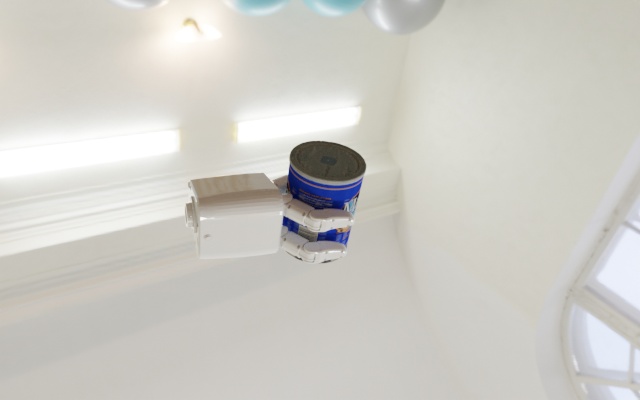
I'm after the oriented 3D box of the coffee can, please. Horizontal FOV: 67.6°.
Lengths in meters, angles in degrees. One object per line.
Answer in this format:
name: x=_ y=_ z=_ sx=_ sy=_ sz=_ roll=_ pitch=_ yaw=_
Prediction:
coffee can: x=0.000 y=0.002 z=0.667 sx=0.103 sy=0.140 sz=0.102 roll=7 pitch=35 yaw=-5
